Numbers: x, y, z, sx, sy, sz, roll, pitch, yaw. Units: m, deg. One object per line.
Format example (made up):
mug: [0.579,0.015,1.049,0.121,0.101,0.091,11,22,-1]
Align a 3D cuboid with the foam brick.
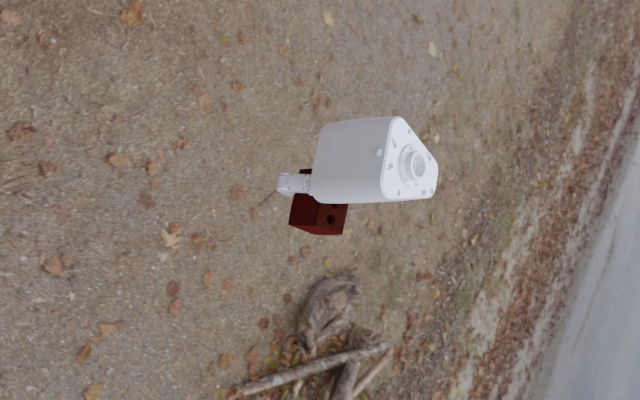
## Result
foam brick: [0.000,0.002,0.614,0.051,0.078,0.053,1,-15,44]
